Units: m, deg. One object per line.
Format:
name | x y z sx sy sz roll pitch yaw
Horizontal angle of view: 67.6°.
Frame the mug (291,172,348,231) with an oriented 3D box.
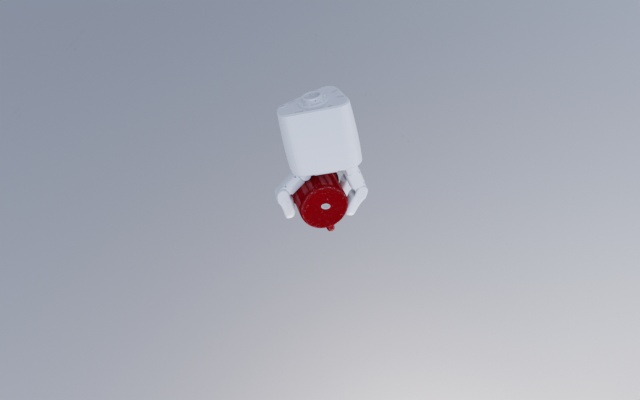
mug | 0.000 0.004 0.805 0.093 0.117 0.081 -20 33 -5
